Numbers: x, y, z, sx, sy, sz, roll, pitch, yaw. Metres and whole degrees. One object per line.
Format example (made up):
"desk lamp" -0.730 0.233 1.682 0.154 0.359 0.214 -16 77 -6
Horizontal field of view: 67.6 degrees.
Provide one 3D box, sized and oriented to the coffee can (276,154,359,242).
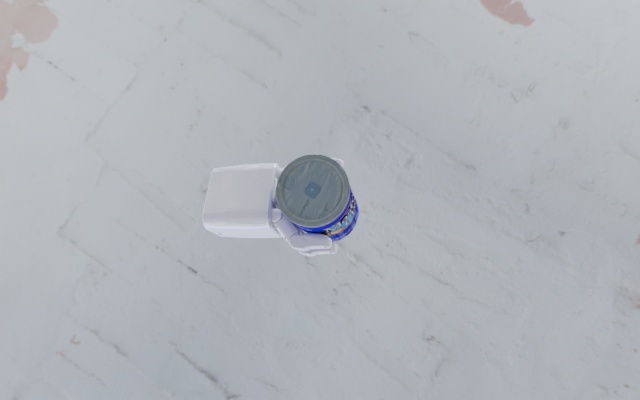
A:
"coffee can" 0.000 0.002 0.714 0.103 0.102 0.140 0 -14 10
